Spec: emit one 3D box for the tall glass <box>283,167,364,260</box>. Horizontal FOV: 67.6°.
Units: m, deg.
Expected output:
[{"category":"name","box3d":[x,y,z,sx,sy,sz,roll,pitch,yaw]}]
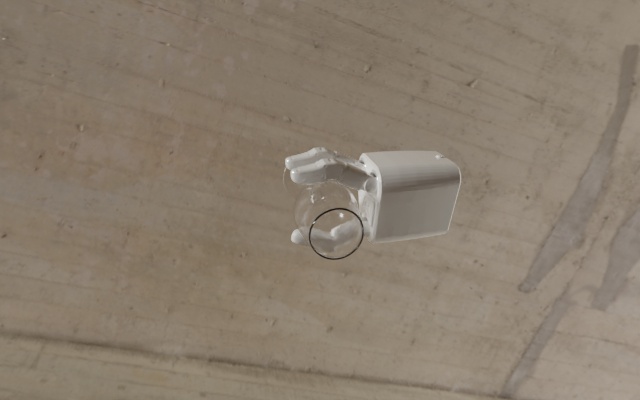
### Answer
[{"category":"tall glass","box3d":[0.000,0.002,0.608,0.079,0.079,0.201,0,21,-11]}]
